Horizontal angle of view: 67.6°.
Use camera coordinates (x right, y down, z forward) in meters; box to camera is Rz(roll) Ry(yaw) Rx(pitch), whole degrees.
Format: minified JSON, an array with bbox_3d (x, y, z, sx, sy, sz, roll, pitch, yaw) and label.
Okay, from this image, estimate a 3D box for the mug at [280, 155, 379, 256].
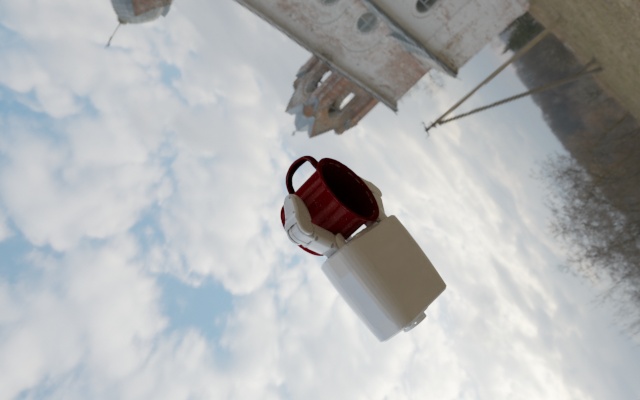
[{"bbox_3d":[-0.001,0.001,0.559,0.081,0.117,0.093,-44,-14,27],"label":"mug"}]
